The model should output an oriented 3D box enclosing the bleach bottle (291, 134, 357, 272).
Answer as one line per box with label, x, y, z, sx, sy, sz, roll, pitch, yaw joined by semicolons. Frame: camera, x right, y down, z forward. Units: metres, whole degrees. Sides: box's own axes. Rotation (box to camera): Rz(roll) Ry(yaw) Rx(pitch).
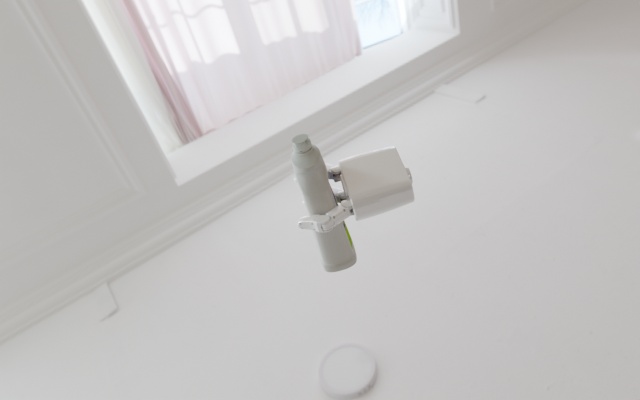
bleach bottle;0.000;0.003;0.831;0.068;0.251;0.102;-17;35;2
